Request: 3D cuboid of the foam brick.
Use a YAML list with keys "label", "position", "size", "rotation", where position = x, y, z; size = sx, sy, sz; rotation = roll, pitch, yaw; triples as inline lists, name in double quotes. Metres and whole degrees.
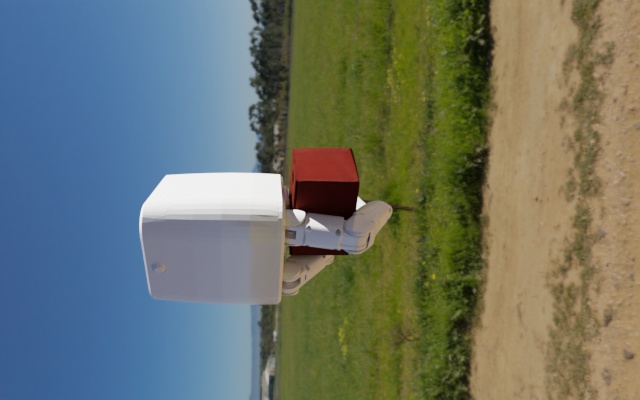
- label: "foam brick"
  position: [0.000, 0.001, 0.400]
  size: [0.051, 0.078, 0.053]
  rotation: [2, 35, -7]
